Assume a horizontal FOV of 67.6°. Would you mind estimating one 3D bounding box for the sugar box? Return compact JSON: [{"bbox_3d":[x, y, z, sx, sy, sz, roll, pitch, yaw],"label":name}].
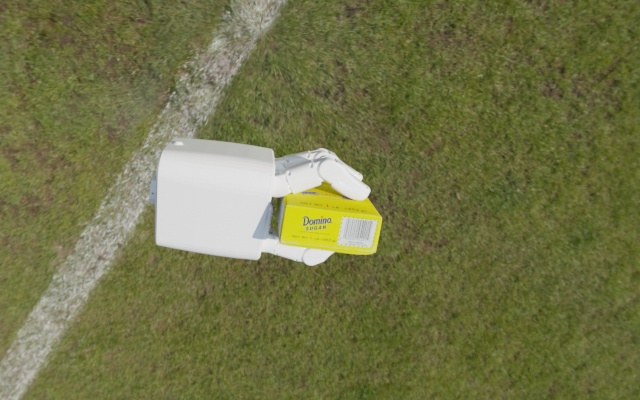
[{"bbox_3d":[0.000,0.001,0.517,0.093,0.048,0.176,8,18,-10],"label":"sugar box"}]
